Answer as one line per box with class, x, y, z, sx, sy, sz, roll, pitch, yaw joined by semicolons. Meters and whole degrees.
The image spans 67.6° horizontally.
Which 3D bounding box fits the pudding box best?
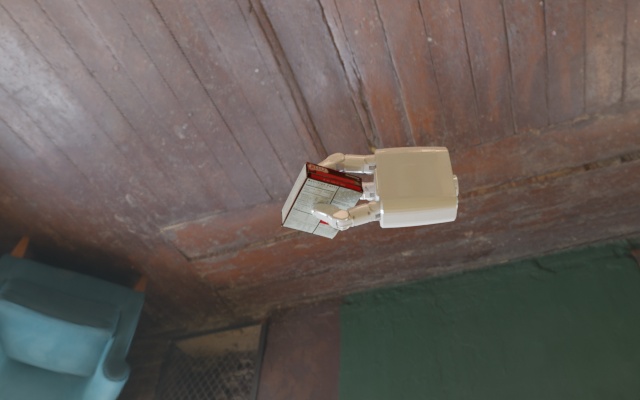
pudding box;0.000;0.002;0.711;0.090;0.114;0.039;16;40;-17
